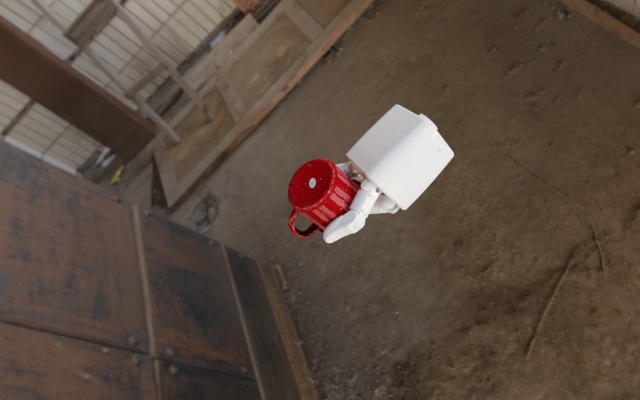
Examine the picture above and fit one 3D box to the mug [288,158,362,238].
[{"bbox_3d":[-0.001,0.003,0.670,0.081,0.117,0.093,37,8,-45],"label":"mug"}]
